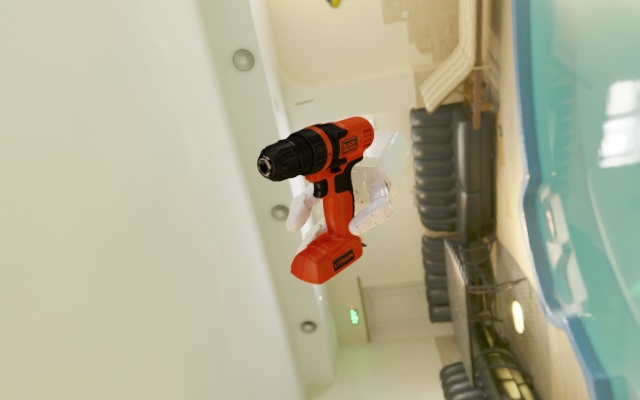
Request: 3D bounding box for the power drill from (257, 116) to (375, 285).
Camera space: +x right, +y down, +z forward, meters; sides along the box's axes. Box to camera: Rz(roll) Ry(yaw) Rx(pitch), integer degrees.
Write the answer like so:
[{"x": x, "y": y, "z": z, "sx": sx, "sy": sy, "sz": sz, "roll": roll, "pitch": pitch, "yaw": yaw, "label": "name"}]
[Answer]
[{"x": 0.000, "y": 0.002, "z": 0.570, "sx": 0.057, "sy": 0.188, "sz": 0.184, "roll": 19, "pitch": 30, "yaw": 36, "label": "power drill"}]
